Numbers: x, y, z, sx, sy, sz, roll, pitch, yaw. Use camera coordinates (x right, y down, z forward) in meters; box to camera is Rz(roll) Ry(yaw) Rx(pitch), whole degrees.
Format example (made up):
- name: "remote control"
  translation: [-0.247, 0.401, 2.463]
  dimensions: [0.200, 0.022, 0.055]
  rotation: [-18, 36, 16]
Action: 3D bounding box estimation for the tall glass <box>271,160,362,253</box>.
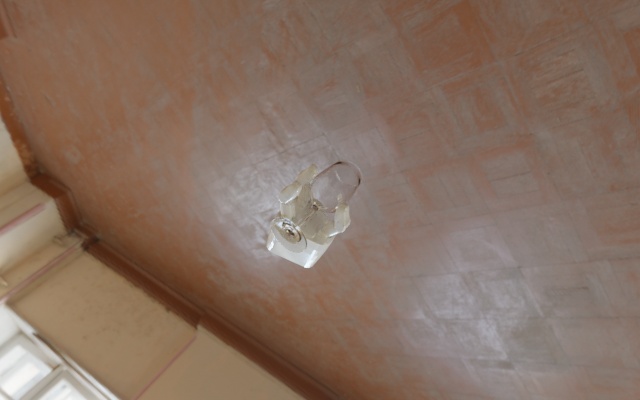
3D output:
- name: "tall glass"
  translation: [0.000, 0.003, 0.859]
  dimensions: [0.079, 0.079, 0.201]
  rotation: [0, 34, 41]
